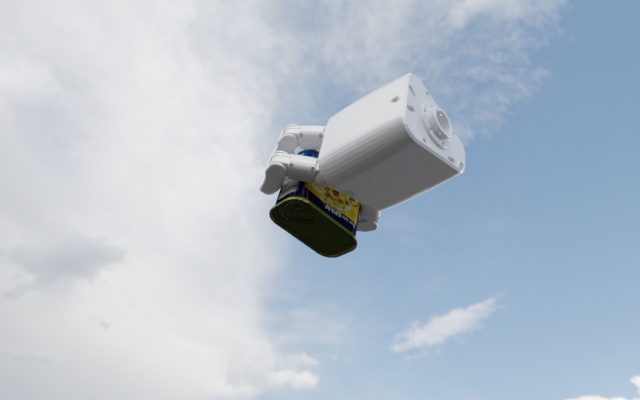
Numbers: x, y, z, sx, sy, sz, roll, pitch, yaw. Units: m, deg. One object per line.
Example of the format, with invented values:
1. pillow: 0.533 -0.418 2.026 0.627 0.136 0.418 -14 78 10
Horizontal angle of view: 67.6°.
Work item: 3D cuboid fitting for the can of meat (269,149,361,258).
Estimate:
1. can of meat: 0.000 0.002 0.544 0.102 0.084 0.057 37 -45 -25
